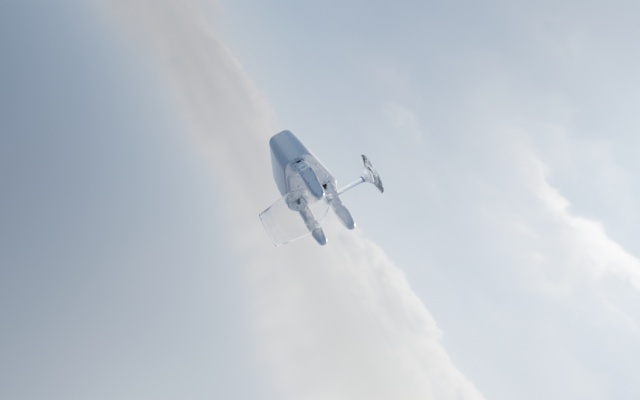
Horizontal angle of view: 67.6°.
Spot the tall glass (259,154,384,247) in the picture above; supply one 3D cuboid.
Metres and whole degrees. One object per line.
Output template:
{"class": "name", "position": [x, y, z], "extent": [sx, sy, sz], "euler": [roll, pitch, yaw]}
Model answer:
{"class": "tall glass", "position": [0.001, 0.002, 0.792], "extent": [0.201, 0.079, 0.079], "euler": [-29, 3, -5]}
